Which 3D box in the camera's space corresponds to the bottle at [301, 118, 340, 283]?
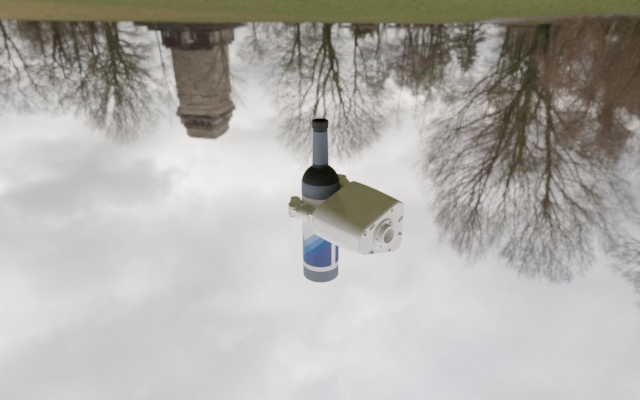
[{"bbox_3d":[0.000,0.003,0.841,0.069,0.296,0.069,0,24,0],"label":"bottle"}]
